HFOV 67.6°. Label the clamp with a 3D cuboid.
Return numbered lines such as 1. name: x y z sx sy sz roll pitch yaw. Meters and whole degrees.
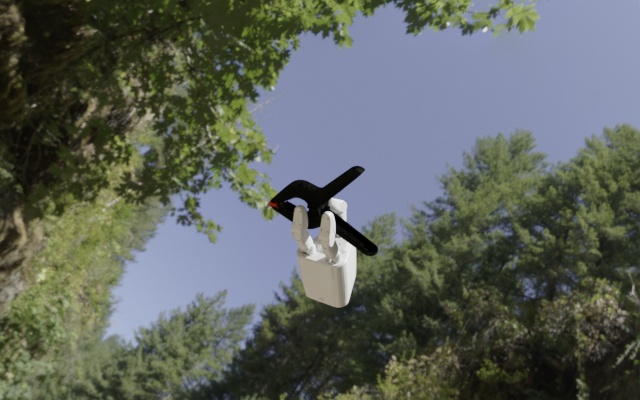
1. clamp: 0.000 0.002 0.816 0.210 0.165 0.036 14 35 29
